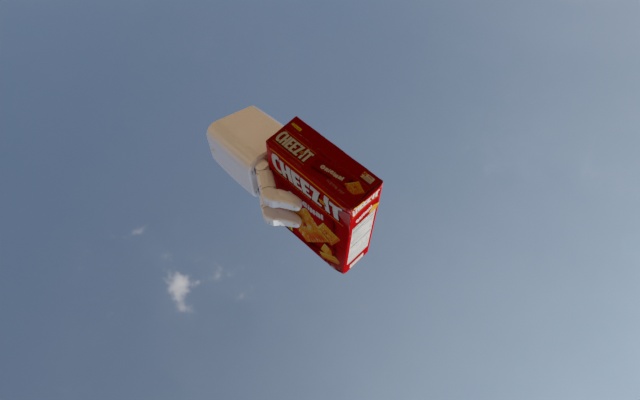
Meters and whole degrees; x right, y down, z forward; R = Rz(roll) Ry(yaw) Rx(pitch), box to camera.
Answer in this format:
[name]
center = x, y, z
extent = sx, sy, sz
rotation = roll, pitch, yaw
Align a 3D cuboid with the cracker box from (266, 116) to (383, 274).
[cracker box]
center = 0.000, 0.002, 0.725
extent = 0.164, 0.072, 0.214
rotation = 39, -24, 20
